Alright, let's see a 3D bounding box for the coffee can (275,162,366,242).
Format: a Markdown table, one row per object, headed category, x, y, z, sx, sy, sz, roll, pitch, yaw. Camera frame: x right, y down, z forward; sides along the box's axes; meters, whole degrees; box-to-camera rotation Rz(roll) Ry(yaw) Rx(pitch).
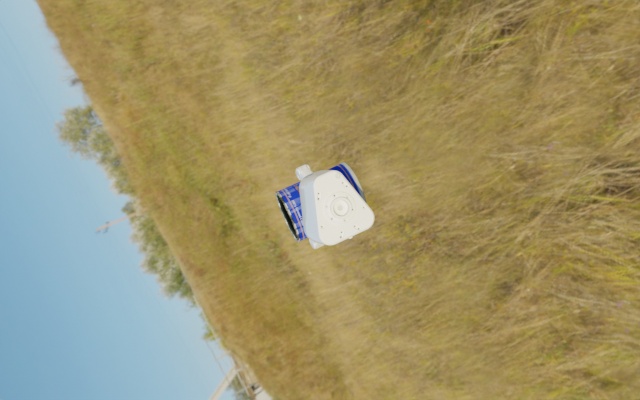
| category | x | y | z | sx | sy | sz | roll | pitch | yaw |
| --- | --- | --- | --- | --- | --- | --- | --- | --- | --- |
| coffee can | 0.000 | 0.003 | 0.888 | 0.140 | 0.103 | 0.103 | -24 | 5 | -11 |
